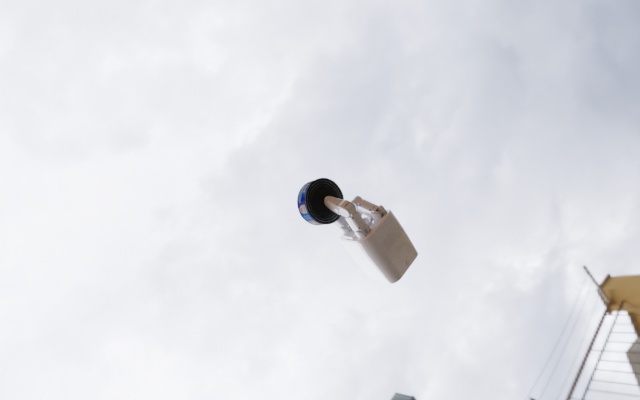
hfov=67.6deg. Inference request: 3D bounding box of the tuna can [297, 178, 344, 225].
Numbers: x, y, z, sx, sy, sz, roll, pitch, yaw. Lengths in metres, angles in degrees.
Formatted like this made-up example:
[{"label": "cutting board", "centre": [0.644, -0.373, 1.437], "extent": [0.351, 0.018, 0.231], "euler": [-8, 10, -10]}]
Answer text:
[{"label": "tuna can", "centre": [0.000, 0.003, 0.880], "extent": [0.086, 0.086, 0.034], "euler": [0, -7, -34]}]
